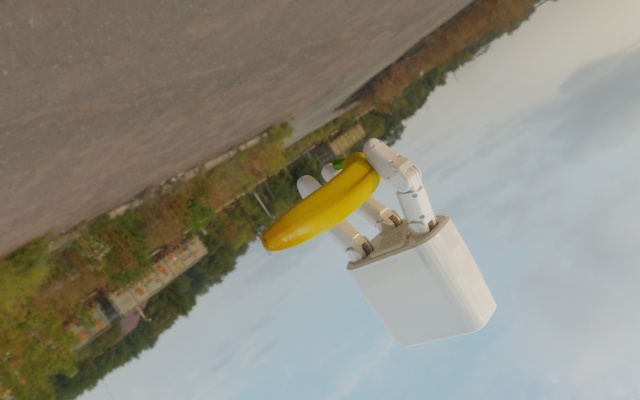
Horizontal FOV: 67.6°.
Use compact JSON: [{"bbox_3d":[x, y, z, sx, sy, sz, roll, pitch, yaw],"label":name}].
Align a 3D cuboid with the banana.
[{"bbox_3d":[0.016,-0.007,0.442,0.069,0.037,0.197,-25,10,29],"label":"banana"}]
